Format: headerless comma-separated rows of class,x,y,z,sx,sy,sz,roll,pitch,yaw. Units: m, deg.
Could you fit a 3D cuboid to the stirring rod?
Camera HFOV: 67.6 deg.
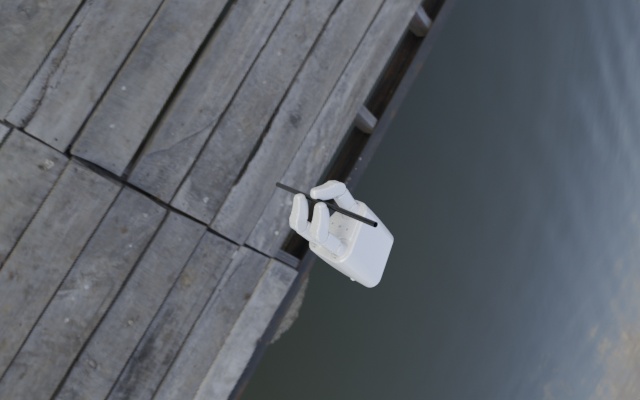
stirring rod,0.000,0.002,0.723,0.011,0.011,0.239,0,14,-39
